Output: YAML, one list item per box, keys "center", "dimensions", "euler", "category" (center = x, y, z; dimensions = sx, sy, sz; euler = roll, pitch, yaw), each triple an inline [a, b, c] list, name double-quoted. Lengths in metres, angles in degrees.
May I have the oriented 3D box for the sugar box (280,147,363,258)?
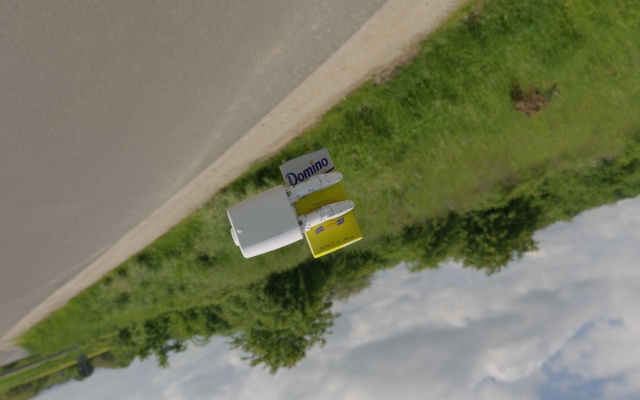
- center: [0.000, 0.003, 0.849]
  dimensions: [0.093, 0.176, 0.048]
  euler: [-22, -9, -3]
  category: "sugar box"
